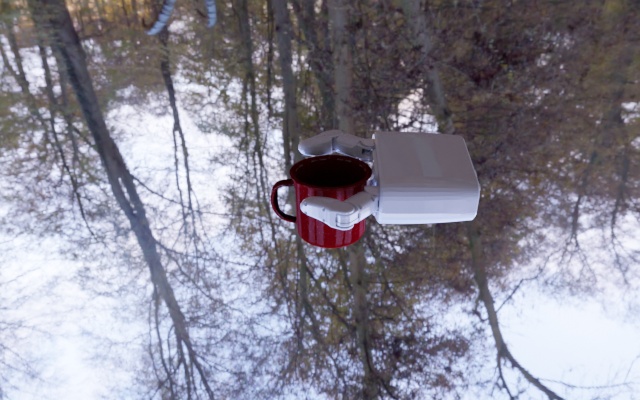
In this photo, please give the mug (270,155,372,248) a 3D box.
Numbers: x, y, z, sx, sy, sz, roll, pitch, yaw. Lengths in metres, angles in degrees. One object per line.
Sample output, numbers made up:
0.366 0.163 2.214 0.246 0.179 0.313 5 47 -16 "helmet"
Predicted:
-0.001 0.002 0.556 0.117 0.081 0.093 0 28 1 "mug"
